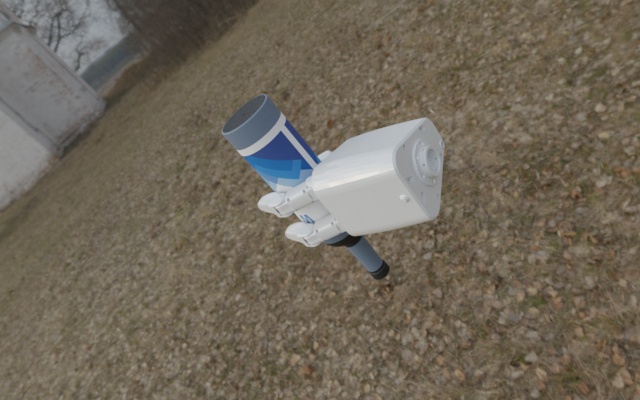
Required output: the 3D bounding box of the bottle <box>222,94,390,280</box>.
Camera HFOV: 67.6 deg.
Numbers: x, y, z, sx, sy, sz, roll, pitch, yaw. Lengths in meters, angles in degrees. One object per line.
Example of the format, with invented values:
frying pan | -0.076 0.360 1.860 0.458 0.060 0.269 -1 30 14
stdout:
bottle | 0.000 0.002 0.599 0.069 0.069 0.296 0 -42 51
